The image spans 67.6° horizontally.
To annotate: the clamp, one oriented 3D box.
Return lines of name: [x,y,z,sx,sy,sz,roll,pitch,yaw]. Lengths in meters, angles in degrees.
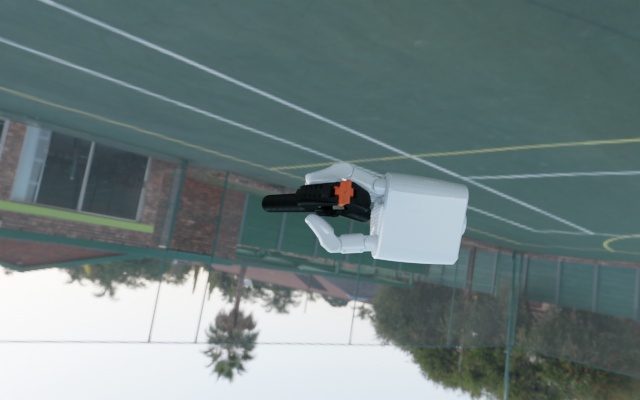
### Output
clamp: [0.000,0.003,0.627,0.164,0.036,0.210,5,-7,-3]
